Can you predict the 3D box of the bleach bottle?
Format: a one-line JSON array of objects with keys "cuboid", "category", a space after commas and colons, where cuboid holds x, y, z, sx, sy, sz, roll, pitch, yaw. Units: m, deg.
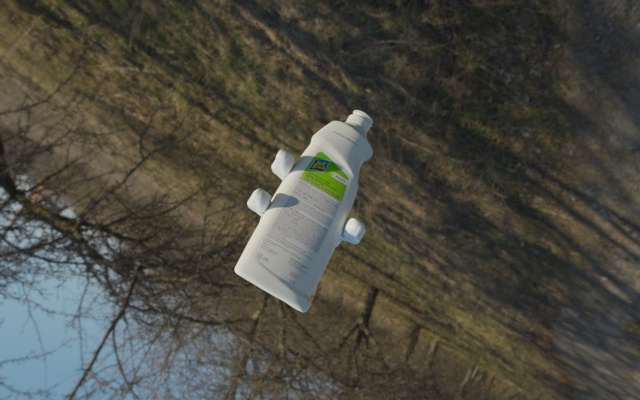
[{"cuboid": [0.000, 0.002, 0.587, 0.102, 0.250, 0.068, 32, -13, -5], "category": "bleach bottle"}]
